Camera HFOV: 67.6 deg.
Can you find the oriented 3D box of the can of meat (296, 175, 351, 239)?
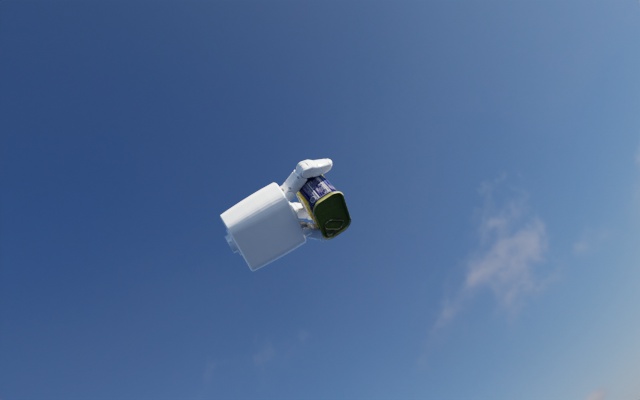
[{"bbox_3d":[0.000,0.002,0.807,0.057,0.102,0.084,-33,50,-9],"label":"can of meat"}]
